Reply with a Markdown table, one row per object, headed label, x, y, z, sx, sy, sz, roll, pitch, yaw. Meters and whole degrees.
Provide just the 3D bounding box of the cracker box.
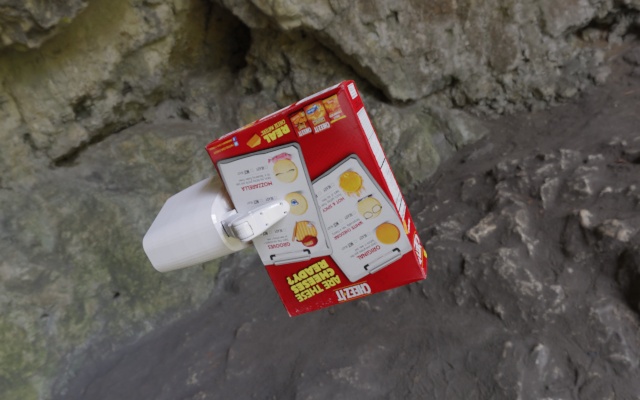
| label | x | y | z | sx | sy | sz | roll | pitch | yaw |
| --- | --- | --- | --- | --- | --- | --- | --- | --- | --- |
| cracker box | 0.000 | 0.002 | 0.517 | 0.164 | 0.214 | 0.072 | -20 | 14 | 20 |
